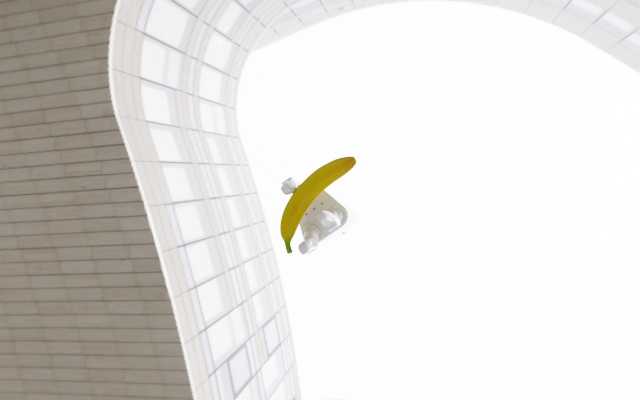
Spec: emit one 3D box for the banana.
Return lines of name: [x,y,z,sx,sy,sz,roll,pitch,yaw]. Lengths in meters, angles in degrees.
banana: [-0.015,-0.005,0.821,0.069,0.198,0.037,37,6,26]
